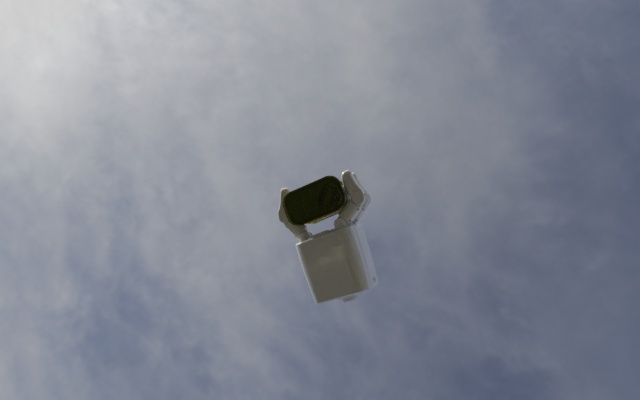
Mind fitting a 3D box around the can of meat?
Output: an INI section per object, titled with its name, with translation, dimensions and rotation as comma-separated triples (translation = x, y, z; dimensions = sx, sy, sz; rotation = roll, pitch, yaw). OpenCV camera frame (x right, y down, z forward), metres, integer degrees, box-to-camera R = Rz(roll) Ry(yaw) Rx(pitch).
[can of meat]
translation = 0.000, 0.003, 0.793
dimensions = 0.102, 0.057, 0.084
rotation = -23, -9, 13
